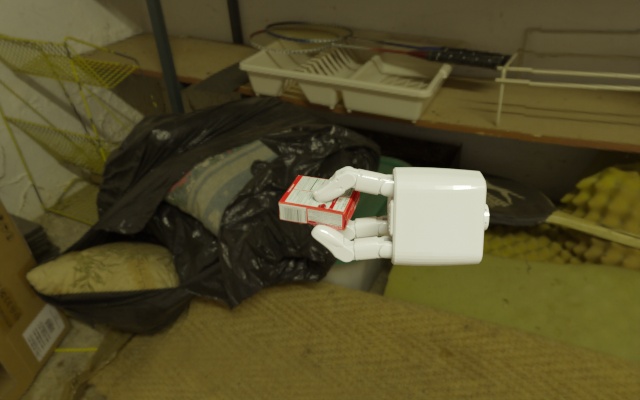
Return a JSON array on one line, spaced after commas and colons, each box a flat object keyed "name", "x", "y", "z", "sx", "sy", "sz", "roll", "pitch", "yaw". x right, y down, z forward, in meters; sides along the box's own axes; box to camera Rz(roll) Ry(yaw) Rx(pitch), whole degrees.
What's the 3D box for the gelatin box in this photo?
[{"name": "gelatin box", "x": 0.000, "y": 0.002, "z": 0.616, "sx": 0.089, "sy": 0.030, "sz": 0.073, "roll": 9, "pitch": 34, "yaw": 15}]
